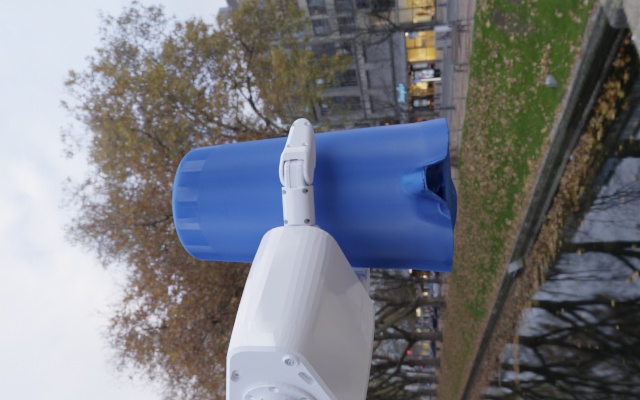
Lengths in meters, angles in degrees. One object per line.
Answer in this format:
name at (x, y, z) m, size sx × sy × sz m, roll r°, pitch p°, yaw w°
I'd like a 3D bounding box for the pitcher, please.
pitcher at (0.000, 0.002, 0.447) m, size 0.243 × 0.149 × 0.145 m, roll -2°, pitch 38°, yaw 11°
